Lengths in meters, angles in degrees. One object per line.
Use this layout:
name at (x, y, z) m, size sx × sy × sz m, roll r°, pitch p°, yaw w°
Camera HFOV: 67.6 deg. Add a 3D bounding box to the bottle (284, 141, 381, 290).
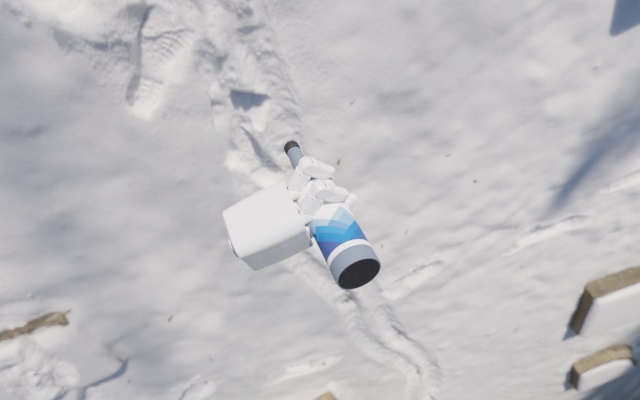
bottle at (0.000, 0.003, 0.740) m, size 0.069 × 0.069 × 0.295 m, roll 0°, pitch 41°, yaw -28°
